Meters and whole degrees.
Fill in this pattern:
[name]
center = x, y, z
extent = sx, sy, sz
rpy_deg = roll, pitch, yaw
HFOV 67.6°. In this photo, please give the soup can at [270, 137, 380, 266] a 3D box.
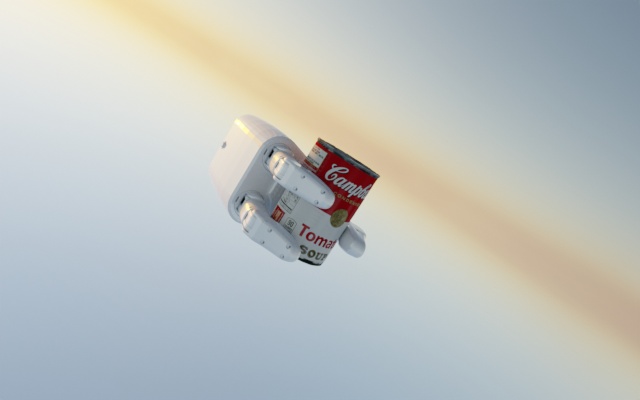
[soup can]
center = 0.000, 0.002, 0.449
extent = 0.068, 0.102, 0.068
rpy_deg = 32, 8, -5
